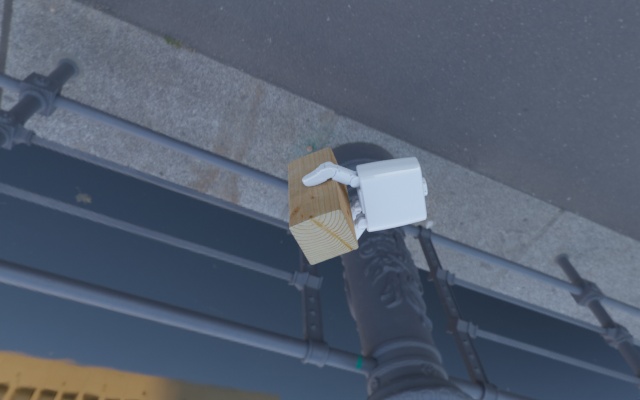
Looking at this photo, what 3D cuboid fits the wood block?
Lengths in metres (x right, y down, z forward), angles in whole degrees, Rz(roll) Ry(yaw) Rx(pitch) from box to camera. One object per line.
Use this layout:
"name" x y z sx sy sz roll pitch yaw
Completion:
"wood block" 0.000 0.003 0.854 0.090 0.091 0.206 -21 33 9
